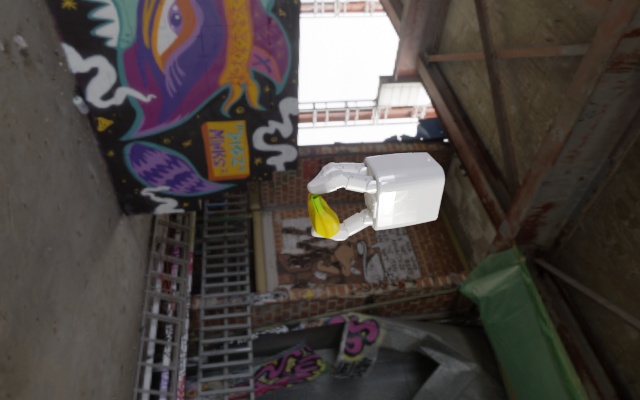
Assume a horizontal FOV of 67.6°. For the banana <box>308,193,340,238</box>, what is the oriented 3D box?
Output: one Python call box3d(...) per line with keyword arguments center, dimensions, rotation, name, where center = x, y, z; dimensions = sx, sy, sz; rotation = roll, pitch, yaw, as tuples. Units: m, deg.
box3d(center=(0.004, 0.021, 0.722), dimensions=(0.037, 0.069, 0.198), rotation=(-11, 2, -4), name="banana")
